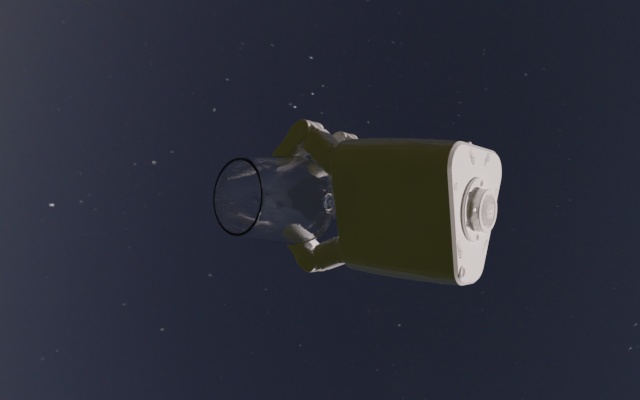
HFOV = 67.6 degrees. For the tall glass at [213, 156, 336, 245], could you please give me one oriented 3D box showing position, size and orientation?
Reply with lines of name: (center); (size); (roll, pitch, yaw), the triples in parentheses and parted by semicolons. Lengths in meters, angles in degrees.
tall glass: (0.000, 0.002, 0.449); (0.079, 0.079, 0.201); (0, -3, 42)
